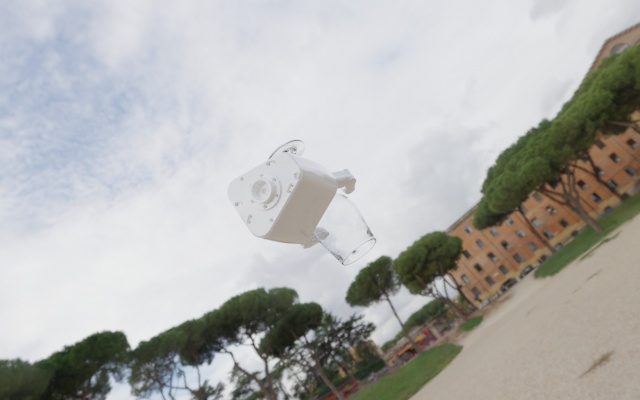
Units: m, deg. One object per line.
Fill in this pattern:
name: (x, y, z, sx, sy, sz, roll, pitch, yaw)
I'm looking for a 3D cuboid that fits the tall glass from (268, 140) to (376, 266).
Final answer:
tall glass: (0.000, 0.002, 0.729, 0.079, 0.201, 0.079, -32, -22, -15)
